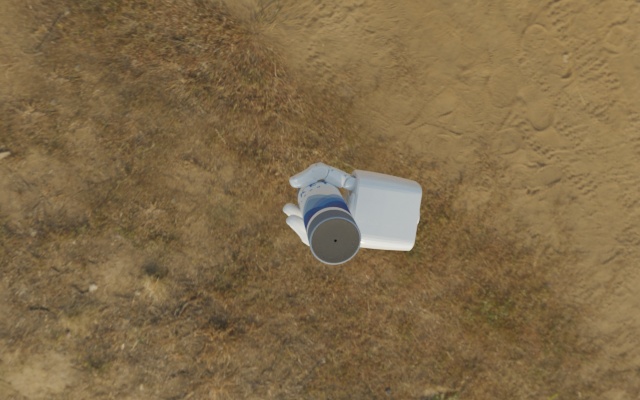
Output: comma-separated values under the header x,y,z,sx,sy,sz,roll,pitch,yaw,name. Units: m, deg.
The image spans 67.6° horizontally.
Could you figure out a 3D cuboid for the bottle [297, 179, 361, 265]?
x,y,z,sx,sy,sz,roll,pitch,yaw,name
0.000,0.002,0.735,0.069,0.069,0.295,0,19,-8,bottle
